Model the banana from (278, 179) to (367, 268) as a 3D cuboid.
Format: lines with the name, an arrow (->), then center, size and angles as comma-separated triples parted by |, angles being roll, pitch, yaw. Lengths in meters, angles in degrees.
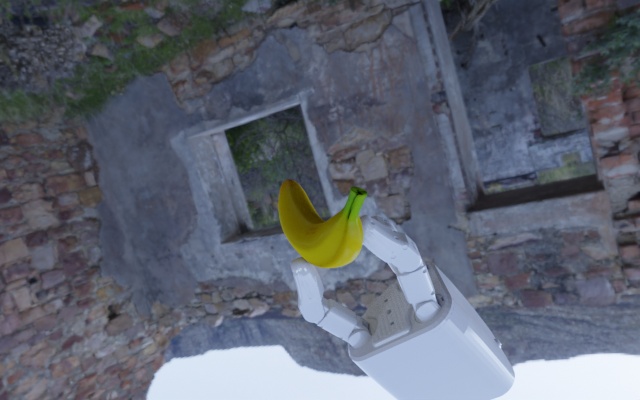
banana -> -0.004, 0.020, 0.422 | 0.037, 0.069, 0.198 | 16, -1, -21
